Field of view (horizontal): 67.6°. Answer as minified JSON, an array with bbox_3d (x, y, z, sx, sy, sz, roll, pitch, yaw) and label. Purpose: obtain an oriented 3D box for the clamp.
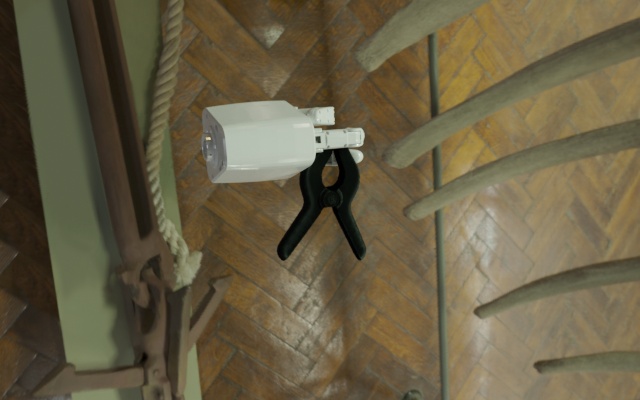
[{"bbox_3d":[0.000,0.002,0.606,0.120,0.171,0.039,-8,11,-24],"label":"clamp"}]
